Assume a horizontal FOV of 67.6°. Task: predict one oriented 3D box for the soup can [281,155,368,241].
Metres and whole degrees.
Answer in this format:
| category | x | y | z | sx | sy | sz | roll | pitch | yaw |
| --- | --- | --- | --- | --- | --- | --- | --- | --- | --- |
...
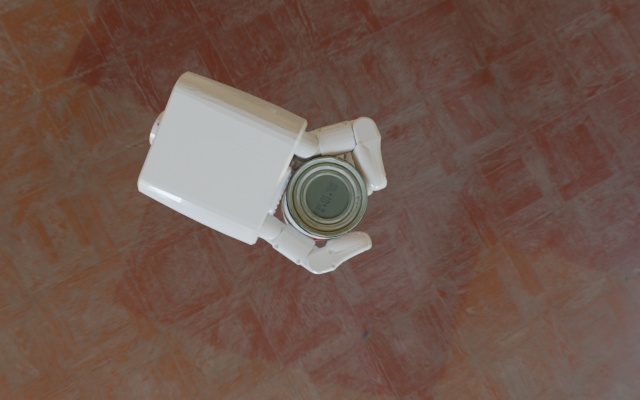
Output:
| category | x | y | z | sx | sy | sz | roll | pitch | yaw |
| --- | --- | --- | --- | --- | --- | --- | --- | --- | --- |
| soup can | 0.001 | 0.002 | 0.425 | 0.068 | 0.068 | 0.102 | 0 | -6 | -7 |
